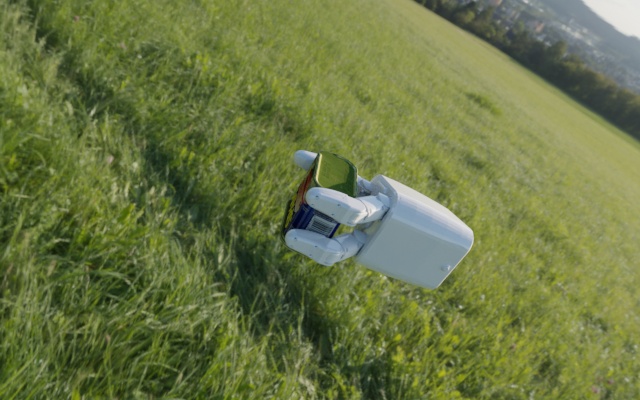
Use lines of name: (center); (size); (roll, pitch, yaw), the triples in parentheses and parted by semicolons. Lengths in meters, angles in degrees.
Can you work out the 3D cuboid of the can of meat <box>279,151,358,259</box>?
can of meat: (0.000, 0.001, 0.540); (0.057, 0.084, 0.102); (25, 30, -11)
